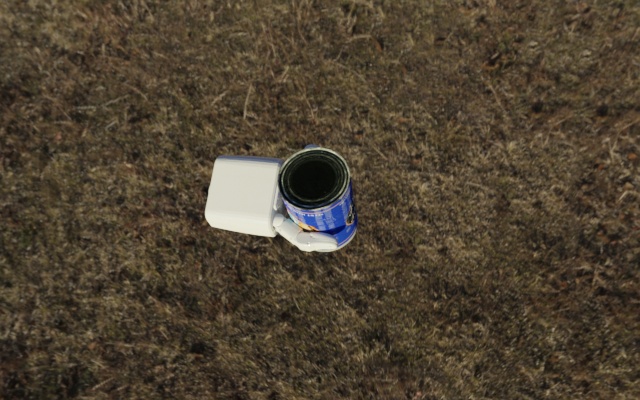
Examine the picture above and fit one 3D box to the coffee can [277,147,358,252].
[{"bbox_3d":[0.000,0.002,0.714,0.103,0.102,0.140,0,-29,9],"label":"coffee can"}]
